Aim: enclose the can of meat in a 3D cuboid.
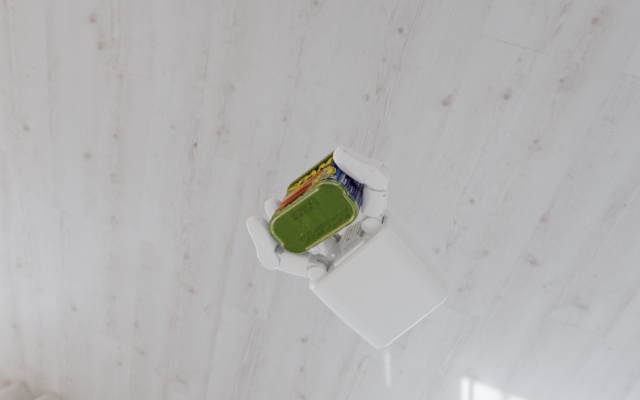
[{"bbox_3d":[0.000,0.002,0.505,0.102,0.057,0.084,-35,14,26],"label":"can of meat"}]
